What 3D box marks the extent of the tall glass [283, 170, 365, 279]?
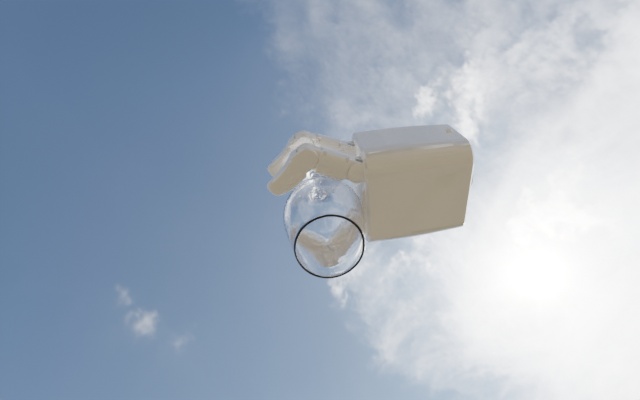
[{"bbox_3d":[0.000,0.001,0.497,0.079,0.079,0.201,0,23,-5],"label":"tall glass"}]
